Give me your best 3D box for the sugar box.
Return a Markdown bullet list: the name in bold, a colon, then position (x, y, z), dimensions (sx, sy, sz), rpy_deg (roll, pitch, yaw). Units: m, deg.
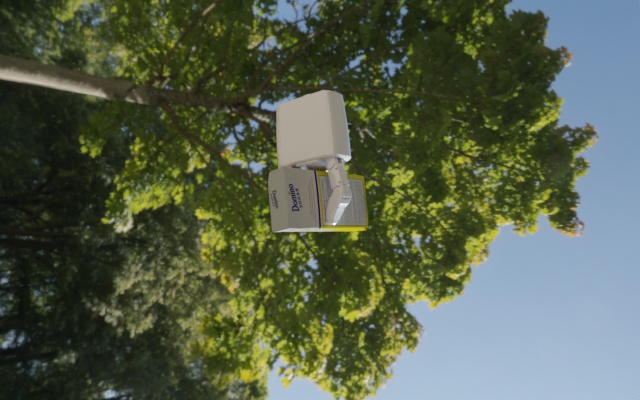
- **sugar box**: position (0.000, 0.002, 0.752), dimensions (0.176, 0.093, 0.048), rpy_deg (3, -12, -41)
